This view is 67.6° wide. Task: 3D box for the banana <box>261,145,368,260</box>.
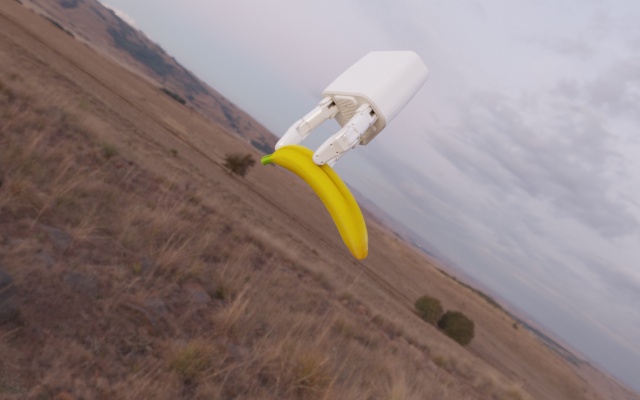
[{"bbox_3d":[0.004,-0.011,0.630,0.037,0.197,0.070,-34,-15,-39],"label":"banana"}]
